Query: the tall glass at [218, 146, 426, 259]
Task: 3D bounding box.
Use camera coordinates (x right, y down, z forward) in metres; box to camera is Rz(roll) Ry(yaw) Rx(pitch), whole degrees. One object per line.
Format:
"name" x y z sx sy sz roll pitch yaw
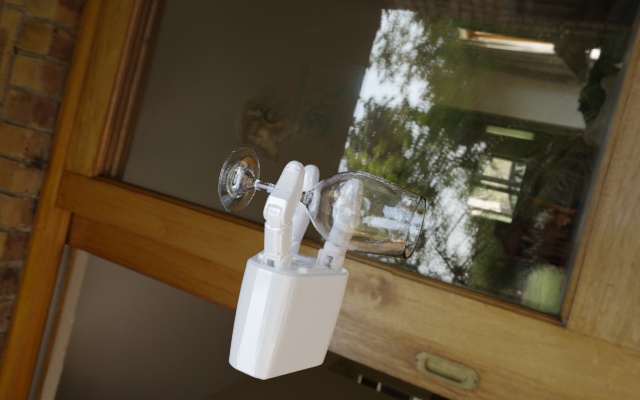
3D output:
"tall glass" -0.001 0.001 0.481 0.201 0.079 0.079 15 6 23
